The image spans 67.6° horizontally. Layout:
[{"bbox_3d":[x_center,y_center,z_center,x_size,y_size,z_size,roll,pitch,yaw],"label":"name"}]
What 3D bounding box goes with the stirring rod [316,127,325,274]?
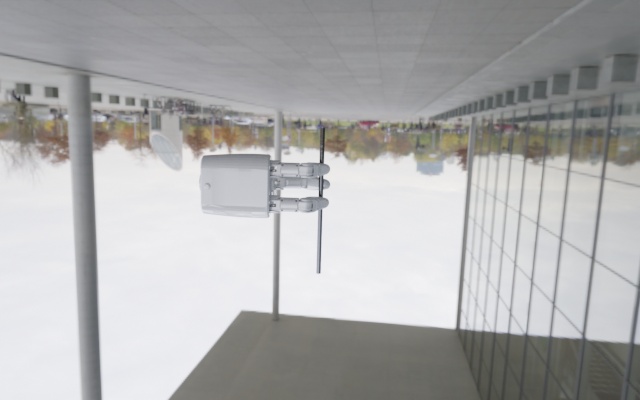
[{"bbox_3d":[0.000,0.002,0.778,0.011,0.239,0.011,2,9,0],"label":"stirring rod"}]
